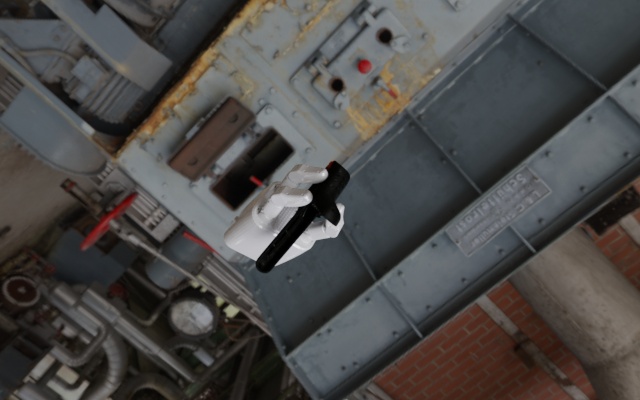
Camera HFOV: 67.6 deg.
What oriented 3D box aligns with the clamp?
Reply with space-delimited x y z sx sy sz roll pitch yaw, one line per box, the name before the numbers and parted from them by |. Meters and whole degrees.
clamp | 0.001 0.003 0.676 0.164 0.036 0.210 -33 18 45
